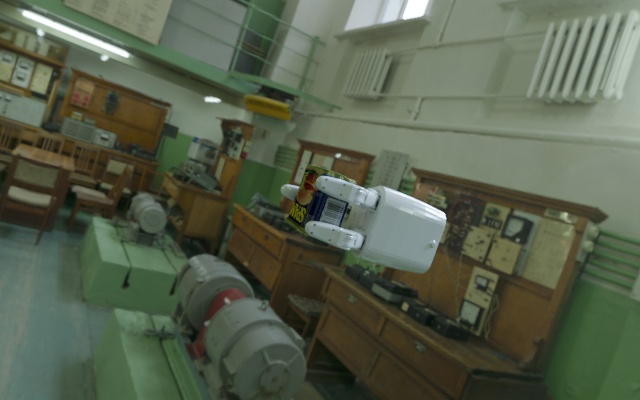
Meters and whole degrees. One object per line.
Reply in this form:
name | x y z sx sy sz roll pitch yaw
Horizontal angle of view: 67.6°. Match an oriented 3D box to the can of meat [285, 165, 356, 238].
can of meat | 0.000 0.002 0.626 0.057 0.084 0.102 19 2 -18
